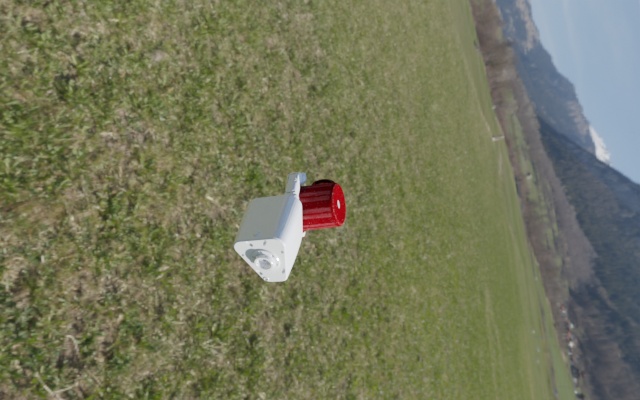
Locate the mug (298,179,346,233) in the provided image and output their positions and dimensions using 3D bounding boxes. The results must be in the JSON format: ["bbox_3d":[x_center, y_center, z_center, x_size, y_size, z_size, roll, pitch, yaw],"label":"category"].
[{"bbox_3d":[0.001,0.002,0.898,0.081,0.093,0.117,-6,41,20],"label":"mug"}]
